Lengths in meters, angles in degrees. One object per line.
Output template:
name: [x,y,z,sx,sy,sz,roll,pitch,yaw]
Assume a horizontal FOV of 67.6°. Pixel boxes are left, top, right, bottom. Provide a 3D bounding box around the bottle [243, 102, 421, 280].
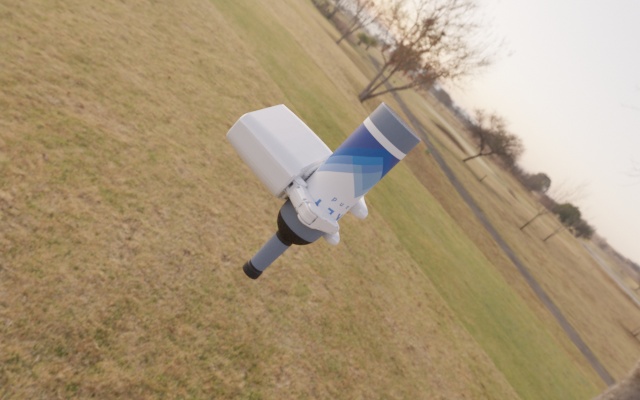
bottle: [0.000,0.002,0.627,0.296,0.069,0.069,-45,-17,18]
